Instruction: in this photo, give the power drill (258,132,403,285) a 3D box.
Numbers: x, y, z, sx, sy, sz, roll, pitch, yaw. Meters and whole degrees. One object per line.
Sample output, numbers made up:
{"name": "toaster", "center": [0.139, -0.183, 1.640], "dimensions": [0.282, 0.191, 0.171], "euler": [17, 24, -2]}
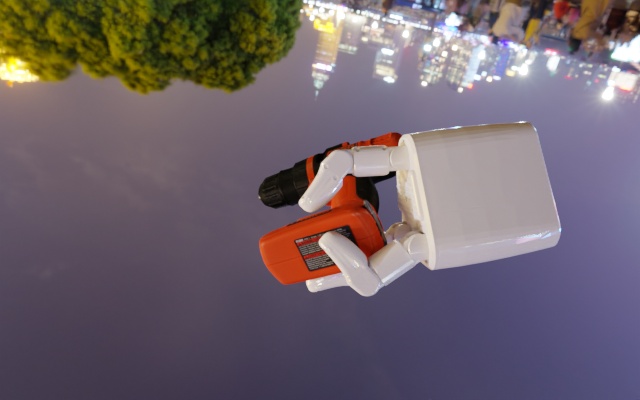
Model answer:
{"name": "power drill", "center": [0.000, 0.002, 0.482], "dimensions": [0.184, 0.057, 0.187], "euler": [-19, 25, 20]}
